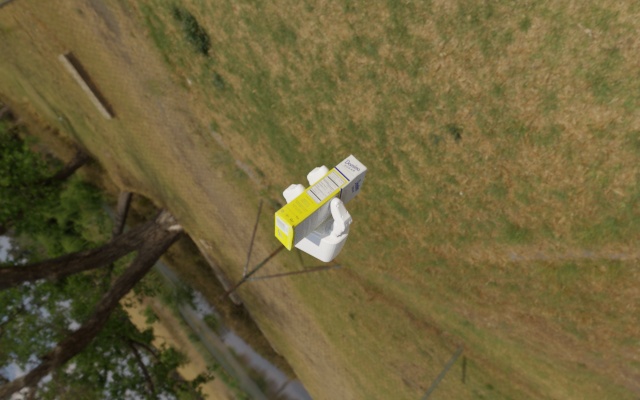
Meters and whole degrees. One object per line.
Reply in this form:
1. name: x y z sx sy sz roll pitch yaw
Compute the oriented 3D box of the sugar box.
1. sugar box: 0.000 0.002 0.829 0.176 0.048 0.093 -41 -17 -23
